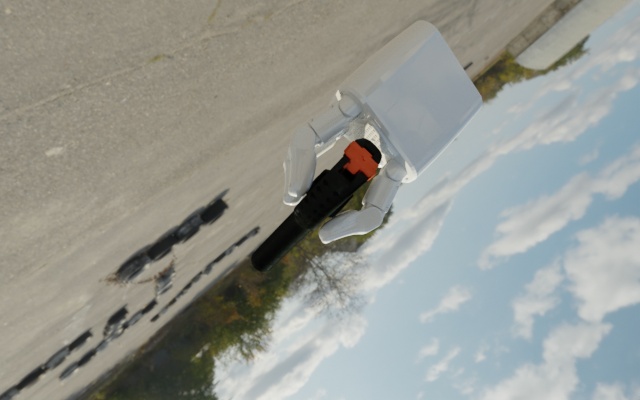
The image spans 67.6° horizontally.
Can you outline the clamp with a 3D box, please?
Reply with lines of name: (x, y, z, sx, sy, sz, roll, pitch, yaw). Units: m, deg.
clamp: (0.001, 0.002, 0.436, 0.036, 0.164, 0.210, 43, -12, 0)
